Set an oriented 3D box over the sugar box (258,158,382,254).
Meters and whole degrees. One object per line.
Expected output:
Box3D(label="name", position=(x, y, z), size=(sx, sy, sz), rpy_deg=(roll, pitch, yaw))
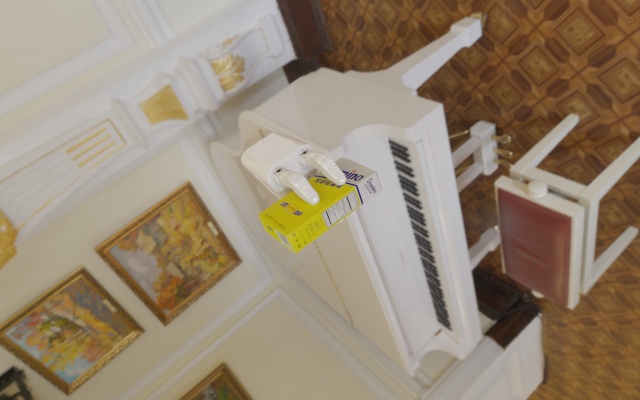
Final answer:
Box3D(label="sugar box", position=(0.000, 0.002, 0.748), size=(0.176, 0.048, 0.093), rpy_deg=(-38, 38, -18))
